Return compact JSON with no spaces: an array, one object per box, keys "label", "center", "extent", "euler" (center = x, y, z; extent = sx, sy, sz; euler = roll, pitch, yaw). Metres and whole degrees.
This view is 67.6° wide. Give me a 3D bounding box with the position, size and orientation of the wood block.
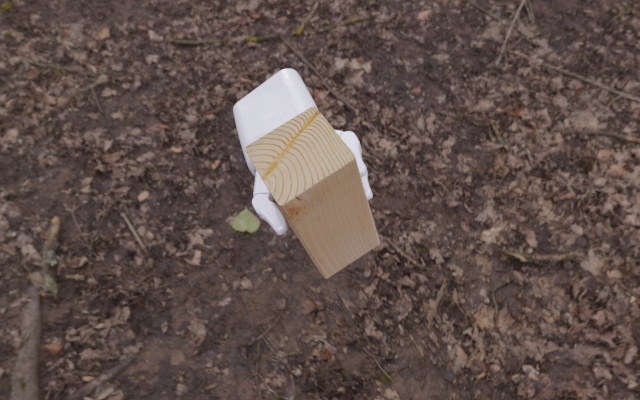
[{"label":"wood block","center":[0.000,0.002,0.569],"extent":[0.091,0.090,0.206],"euler":[-32,-32,-4]}]
